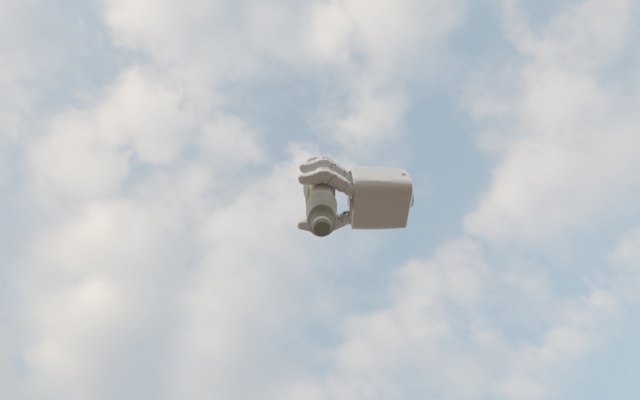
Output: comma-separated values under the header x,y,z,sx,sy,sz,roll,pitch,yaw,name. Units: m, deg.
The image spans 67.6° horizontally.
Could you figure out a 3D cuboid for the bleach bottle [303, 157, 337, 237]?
x,y,z,sx,sy,sz,roll,pitch,yaw,name
0.000,0.003,0.888,0.068,0.103,0.250,1,24,-2,bleach bottle
